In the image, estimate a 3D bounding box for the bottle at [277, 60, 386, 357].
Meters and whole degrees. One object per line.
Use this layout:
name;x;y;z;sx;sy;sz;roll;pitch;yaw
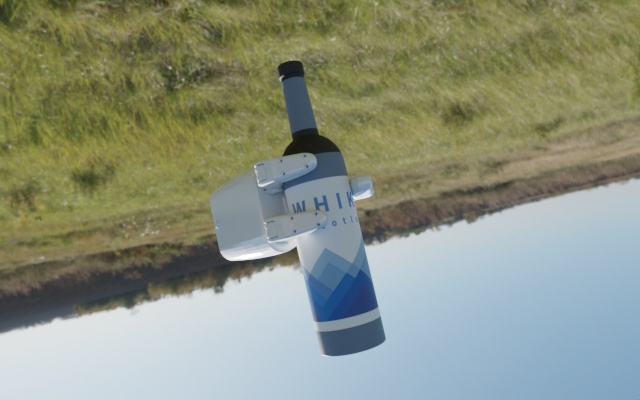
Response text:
bottle;0.000;0.002;0.486;0.069;0.295;0.069;-13;-5;-1
